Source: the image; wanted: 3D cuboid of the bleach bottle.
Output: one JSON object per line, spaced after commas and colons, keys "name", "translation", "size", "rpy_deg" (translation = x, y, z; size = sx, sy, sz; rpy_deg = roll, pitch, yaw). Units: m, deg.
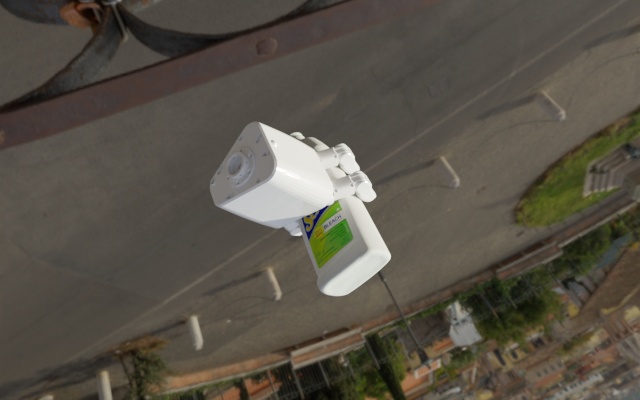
{"name": "bleach bottle", "translation": [0.000, 0.002, 0.676], "size": [0.102, 0.250, 0.068], "rpy_deg": [-42, -37, 21]}
